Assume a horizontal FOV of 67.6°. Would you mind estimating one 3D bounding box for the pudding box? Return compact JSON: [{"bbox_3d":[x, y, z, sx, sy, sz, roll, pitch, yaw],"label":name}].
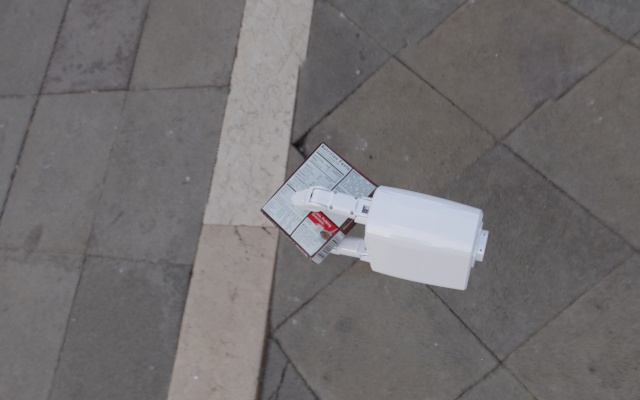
[{"bbox_3d":[0.000,0.002,0.553,0.090,0.113,0.039,42,-3,20],"label":"pudding box"}]
